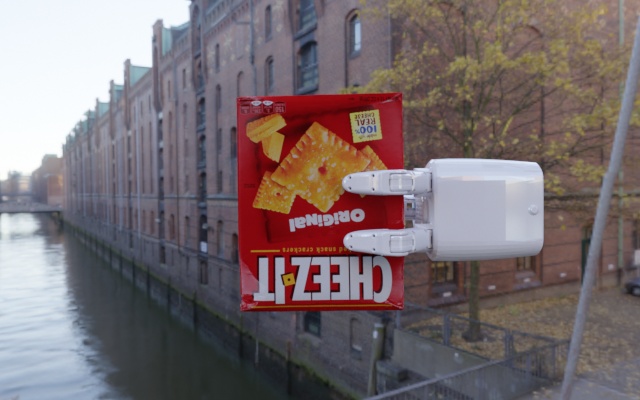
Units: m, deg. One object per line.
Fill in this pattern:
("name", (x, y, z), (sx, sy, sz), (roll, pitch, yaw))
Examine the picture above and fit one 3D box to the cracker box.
("cracker box", (0.000, 0.001, 0.487), (0.164, 0.213, 0.072), (-1, 2, 0))
